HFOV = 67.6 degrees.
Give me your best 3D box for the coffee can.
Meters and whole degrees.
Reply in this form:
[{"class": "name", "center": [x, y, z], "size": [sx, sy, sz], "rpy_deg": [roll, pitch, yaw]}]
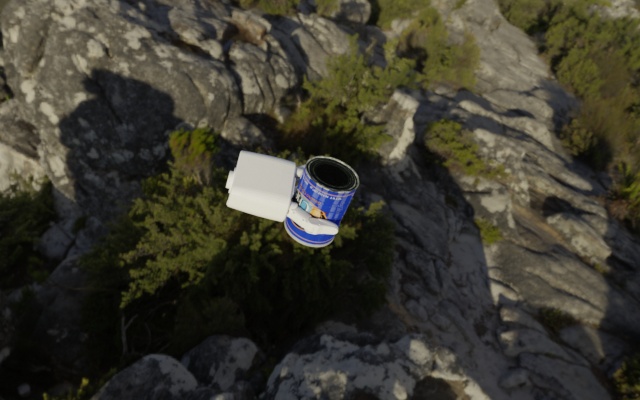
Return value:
[{"class": "coffee can", "center": [0.000, 0.003, 0.893], "size": [0.103, 0.140, 0.102], "rpy_deg": [14, 37, -11]}]
